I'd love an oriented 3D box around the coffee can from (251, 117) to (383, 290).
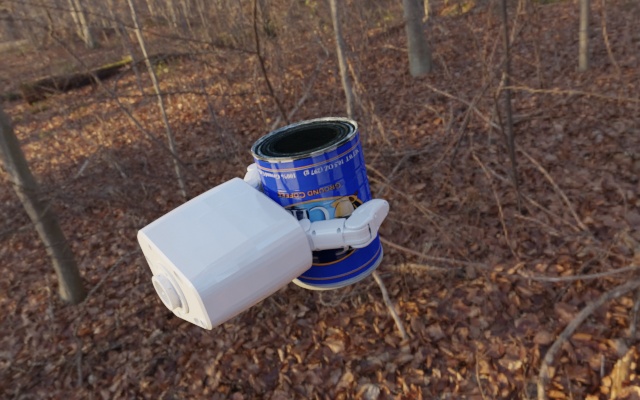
[{"bbox_3d":[0.000,0.002,0.473,0.103,0.140,0.102,-11,25,5],"label":"coffee can"}]
